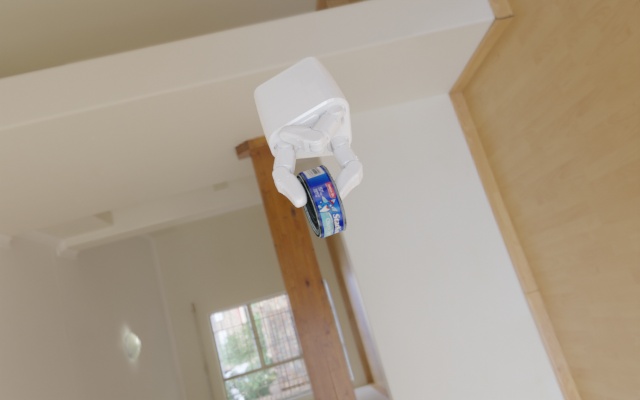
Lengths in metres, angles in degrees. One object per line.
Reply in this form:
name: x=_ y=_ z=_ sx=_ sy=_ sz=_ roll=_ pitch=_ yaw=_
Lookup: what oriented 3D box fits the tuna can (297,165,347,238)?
tuna can: x=0.000 y=0.002 z=0.585 sx=0.034 sy=0.086 sz=0.086 roll=-19 pitch=3 yaw=-10
